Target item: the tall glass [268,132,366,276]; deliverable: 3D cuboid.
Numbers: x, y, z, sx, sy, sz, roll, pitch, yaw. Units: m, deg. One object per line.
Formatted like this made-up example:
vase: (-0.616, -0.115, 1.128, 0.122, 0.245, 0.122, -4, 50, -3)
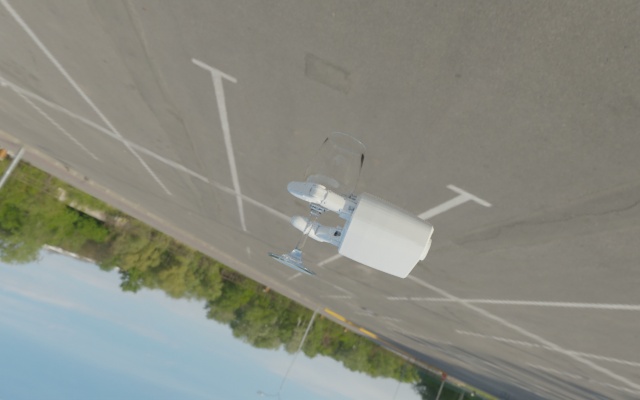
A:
tall glass: (0.000, 0.003, 0.691, 0.079, 0.201, 0.079, 23, -13, 6)
